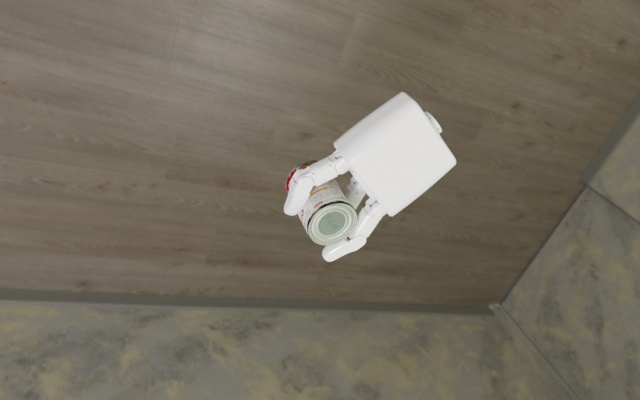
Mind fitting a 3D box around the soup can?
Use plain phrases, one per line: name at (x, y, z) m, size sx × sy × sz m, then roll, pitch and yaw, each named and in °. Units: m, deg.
soup can at (0.000, 0.002, 0.623) m, size 0.068 × 0.068 × 0.102 m, roll 0°, pitch 34°, yaw -22°
